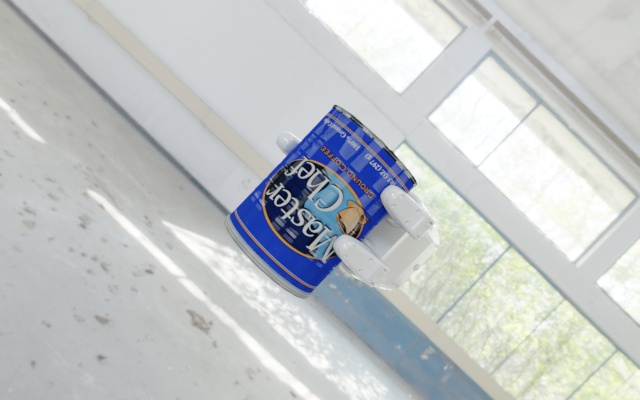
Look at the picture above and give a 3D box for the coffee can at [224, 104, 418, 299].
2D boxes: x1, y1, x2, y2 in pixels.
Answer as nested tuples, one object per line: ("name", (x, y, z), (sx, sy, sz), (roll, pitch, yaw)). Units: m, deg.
("coffee can", (0.000, 0.001, 0.425), (0.103, 0.140, 0.103), (44, 2, -2))
